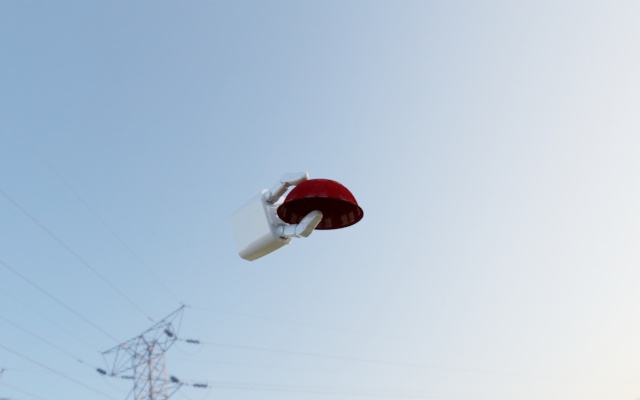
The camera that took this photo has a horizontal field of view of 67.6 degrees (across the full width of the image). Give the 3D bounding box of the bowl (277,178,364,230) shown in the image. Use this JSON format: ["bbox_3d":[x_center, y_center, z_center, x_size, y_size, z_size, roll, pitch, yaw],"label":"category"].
[{"bbox_3d":[0.001,0.002,0.891,0.162,0.055,0.162,2,-24,1],"label":"bowl"}]
